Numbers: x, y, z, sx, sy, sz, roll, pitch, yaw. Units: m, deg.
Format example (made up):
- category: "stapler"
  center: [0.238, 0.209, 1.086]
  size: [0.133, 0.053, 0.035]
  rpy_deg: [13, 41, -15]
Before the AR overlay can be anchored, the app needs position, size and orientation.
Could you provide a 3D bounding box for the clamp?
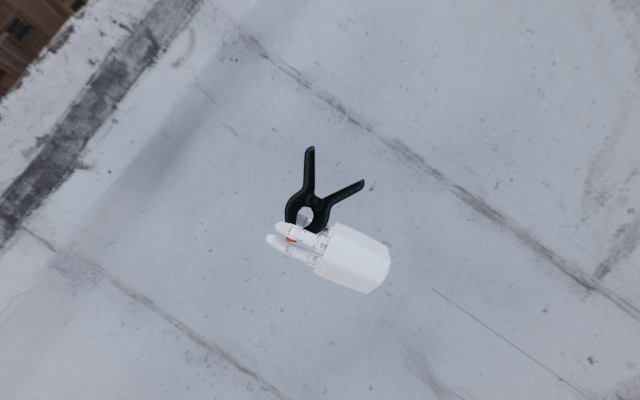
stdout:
- category: "clamp"
  center: [0.000, 0.003, 0.832]
  size: [0.120, 0.171, 0.039]
  rpy_deg: [24, -6, -2]
